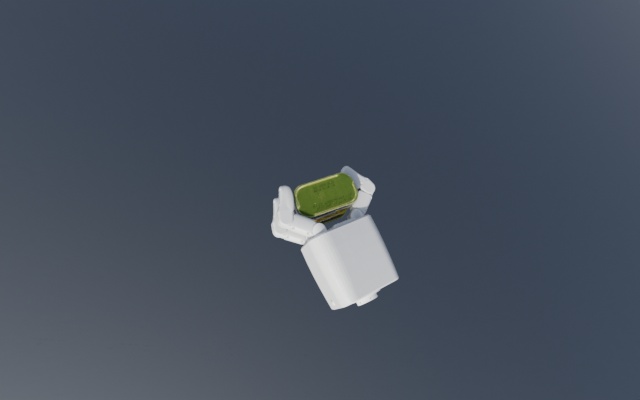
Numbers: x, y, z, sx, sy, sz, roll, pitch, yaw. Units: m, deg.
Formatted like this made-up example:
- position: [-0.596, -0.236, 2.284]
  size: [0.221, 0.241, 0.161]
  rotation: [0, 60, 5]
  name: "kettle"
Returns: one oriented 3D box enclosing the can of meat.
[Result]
- position: [0.000, 0.002, 0.733]
  size: [0.102, 0.057, 0.084]
  rotation: [-19, -10, -17]
  name: "can of meat"
